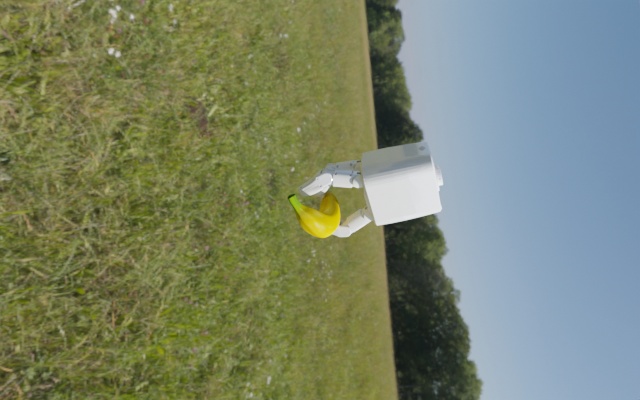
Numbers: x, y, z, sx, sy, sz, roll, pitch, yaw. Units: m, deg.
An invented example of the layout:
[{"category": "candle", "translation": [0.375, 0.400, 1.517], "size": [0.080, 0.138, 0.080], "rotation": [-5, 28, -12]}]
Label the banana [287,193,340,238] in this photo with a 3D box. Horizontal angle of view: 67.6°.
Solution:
[{"category": "banana", "translation": [0.003, 0.021, 0.721], "size": [0.037, 0.069, 0.198], "rotation": [-14, -3, 14]}]
